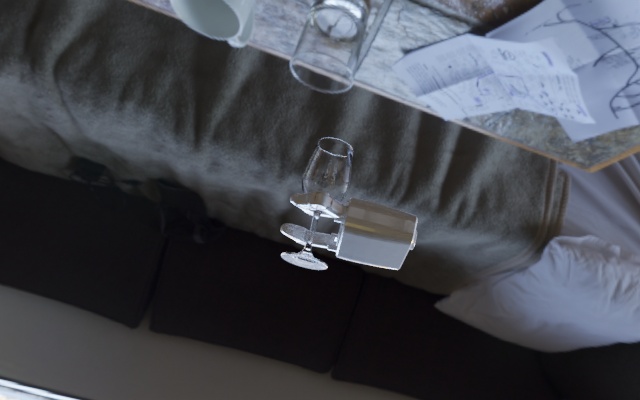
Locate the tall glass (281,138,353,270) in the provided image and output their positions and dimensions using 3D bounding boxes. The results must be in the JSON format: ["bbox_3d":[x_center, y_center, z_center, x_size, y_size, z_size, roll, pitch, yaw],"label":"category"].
[{"bbox_3d":[0.000,0.003,0.754,0.079,0.201,0.079,13,-20,5],"label":"tall glass"}]
